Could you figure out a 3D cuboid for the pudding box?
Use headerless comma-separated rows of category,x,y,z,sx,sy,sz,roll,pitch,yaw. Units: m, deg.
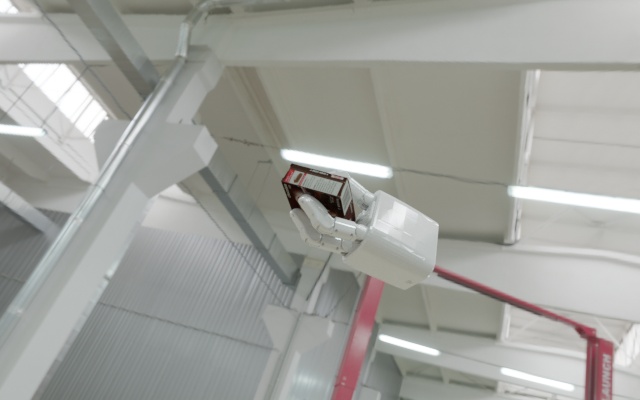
pudding box,0.000,0.002,0.687,0.090,0.039,0.114,15,-32,19
